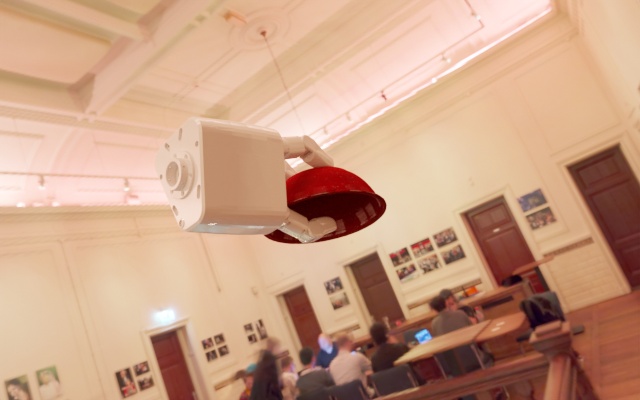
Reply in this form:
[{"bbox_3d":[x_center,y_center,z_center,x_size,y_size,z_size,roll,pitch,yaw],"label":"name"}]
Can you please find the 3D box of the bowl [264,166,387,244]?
[{"bbox_3d":[0.001,0.002,0.613,0.162,0.055,0.162,-10,-24,-4],"label":"bowl"}]
